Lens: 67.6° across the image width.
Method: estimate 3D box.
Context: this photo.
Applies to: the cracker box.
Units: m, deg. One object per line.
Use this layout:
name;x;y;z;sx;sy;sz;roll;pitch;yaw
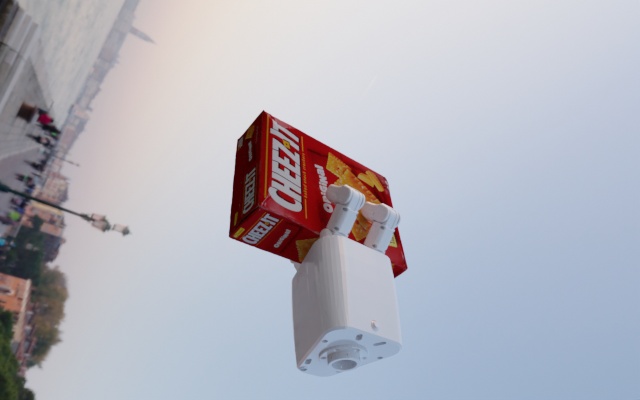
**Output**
cracker box;0.000;0.002;0.596;0.214;0.164;0.072;26;-51;-29
